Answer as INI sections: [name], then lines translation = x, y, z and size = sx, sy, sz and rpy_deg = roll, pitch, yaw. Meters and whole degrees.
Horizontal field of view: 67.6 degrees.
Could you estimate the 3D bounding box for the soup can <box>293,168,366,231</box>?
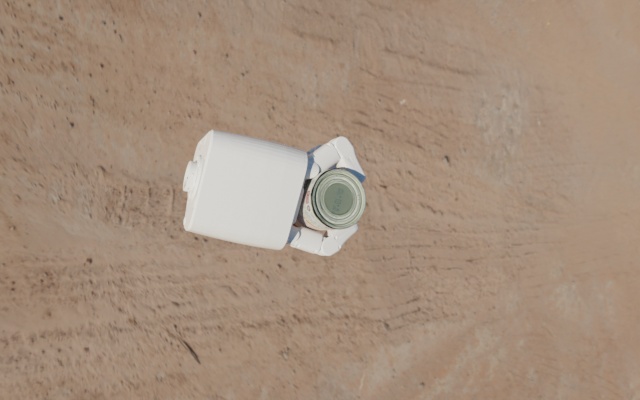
[soup can]
translation = 0.001, 0.002, 0.557
size = 0.068, 0.068, 0.102
rpy_deg = 0, -4, -25
